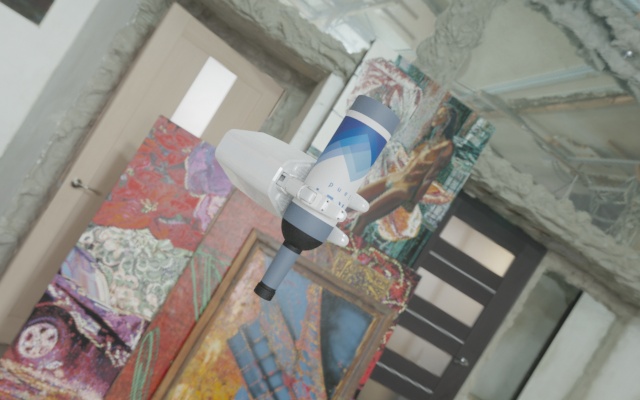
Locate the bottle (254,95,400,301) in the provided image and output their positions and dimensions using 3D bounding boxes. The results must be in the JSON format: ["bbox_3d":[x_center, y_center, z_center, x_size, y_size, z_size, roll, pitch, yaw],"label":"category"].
[{"bbox_3d":[0.000,0.002,0.636,0.069,0.295,0.069,32,0,0],"label":"bottle"}]
